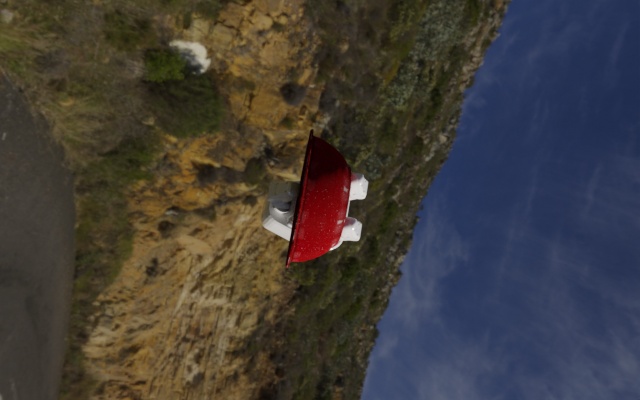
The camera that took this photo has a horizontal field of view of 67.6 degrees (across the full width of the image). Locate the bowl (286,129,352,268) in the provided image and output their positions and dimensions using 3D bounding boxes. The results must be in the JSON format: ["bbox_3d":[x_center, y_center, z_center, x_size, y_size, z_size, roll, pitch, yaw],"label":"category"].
[{"bbox_3d":[0.001,0.002,0.552,0.055,0.162,0.162,10,-1,-3],"label":"bowl"}]
